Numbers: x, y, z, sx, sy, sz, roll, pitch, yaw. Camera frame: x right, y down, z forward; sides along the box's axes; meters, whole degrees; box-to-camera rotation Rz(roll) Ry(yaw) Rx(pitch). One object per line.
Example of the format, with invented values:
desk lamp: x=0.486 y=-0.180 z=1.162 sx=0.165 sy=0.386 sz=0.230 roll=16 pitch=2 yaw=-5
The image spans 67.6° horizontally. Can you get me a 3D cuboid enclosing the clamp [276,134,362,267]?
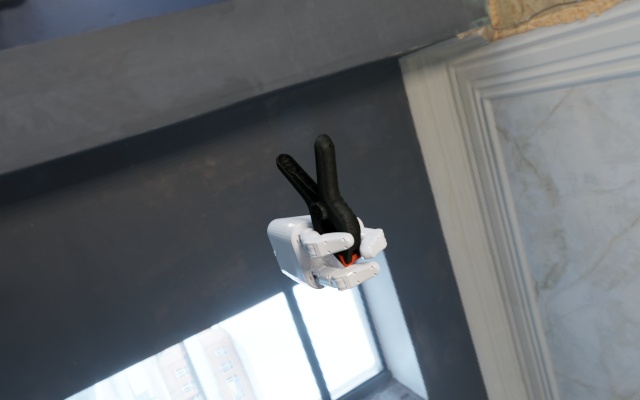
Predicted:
clamp: x=0.001 y=0.002 z=0.612 sx=0.039 sy=0.171 sz=0.120 roll=-24 pitch=14 yaw=-26
